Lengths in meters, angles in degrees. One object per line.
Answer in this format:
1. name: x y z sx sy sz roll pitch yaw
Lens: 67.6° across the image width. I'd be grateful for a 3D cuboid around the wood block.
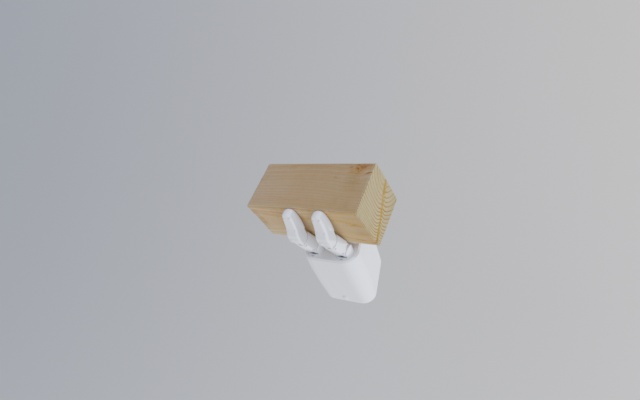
1. wood block: 0.001 0.002 0.753 0.206 0.090 0.090 3 -35 36
